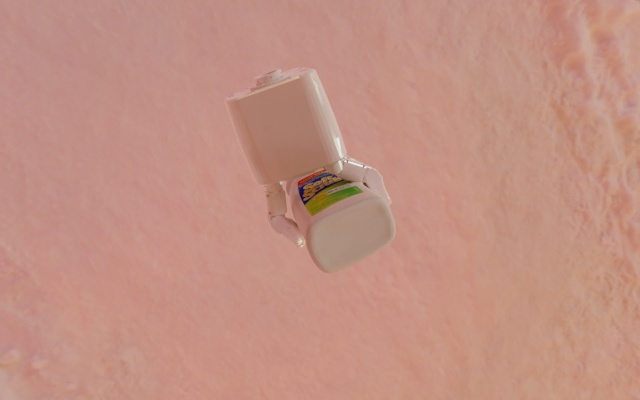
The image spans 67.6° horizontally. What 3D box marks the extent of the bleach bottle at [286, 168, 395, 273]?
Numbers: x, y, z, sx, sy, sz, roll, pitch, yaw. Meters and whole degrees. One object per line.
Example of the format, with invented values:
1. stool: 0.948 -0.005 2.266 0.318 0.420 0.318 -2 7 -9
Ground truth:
1. bleach bottle: 0.000 0.002 0.616 0.102 0.068 0.250 -24 22 -9
